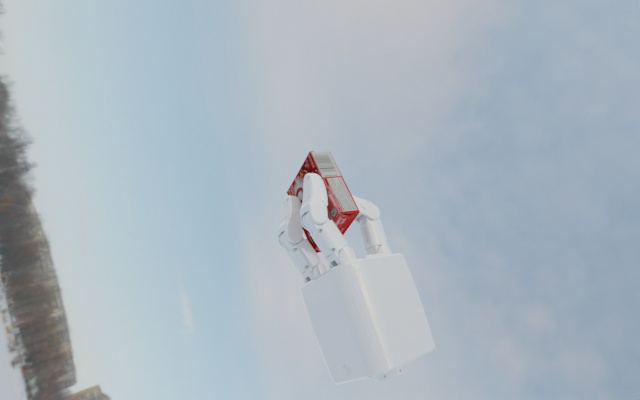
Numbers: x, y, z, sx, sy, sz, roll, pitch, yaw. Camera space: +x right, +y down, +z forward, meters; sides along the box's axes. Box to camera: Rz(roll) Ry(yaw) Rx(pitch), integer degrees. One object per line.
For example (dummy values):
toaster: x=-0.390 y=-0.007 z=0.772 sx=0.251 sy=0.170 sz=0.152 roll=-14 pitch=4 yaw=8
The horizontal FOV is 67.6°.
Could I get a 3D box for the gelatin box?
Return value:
gelatin box: x=0.000 y=0.001 z=0.527 sx=0.030 sy=0.089 sz=0.073 roll=-4 pitch=-35 yaw=-32
